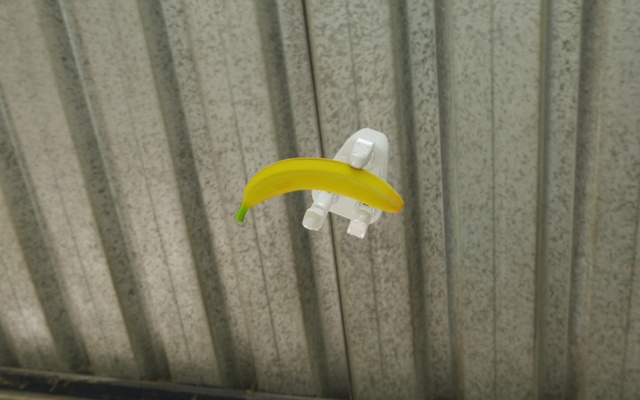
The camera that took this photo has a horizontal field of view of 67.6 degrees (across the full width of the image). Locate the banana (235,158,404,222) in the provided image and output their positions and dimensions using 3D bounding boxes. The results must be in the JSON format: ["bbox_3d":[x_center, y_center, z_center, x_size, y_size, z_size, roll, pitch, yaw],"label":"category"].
[{"bbox_3d":[-0.005,-0.016,0.551,0.198,0.070,0.037,-4,13,12],"label":"banana"}]
